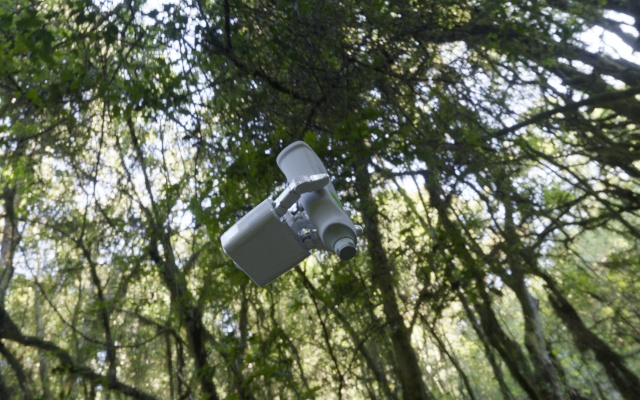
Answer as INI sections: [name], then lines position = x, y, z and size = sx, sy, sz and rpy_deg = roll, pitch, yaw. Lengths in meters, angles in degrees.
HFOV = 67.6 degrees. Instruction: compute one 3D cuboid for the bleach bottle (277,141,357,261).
[bleach bottle]
position = 0.000, 0.003, 0.797
size = 0.103, 0.068, 0.250
rpy_deg = 46, 11, -38
